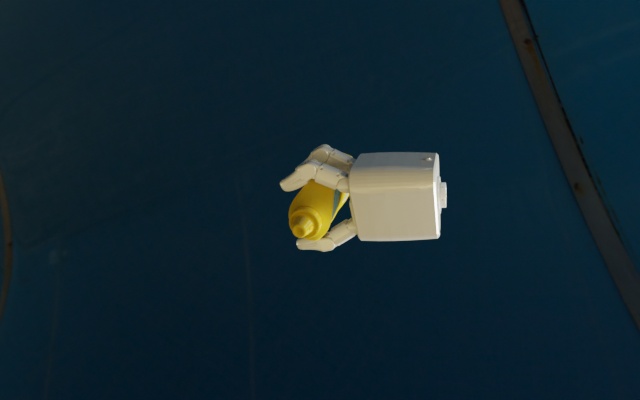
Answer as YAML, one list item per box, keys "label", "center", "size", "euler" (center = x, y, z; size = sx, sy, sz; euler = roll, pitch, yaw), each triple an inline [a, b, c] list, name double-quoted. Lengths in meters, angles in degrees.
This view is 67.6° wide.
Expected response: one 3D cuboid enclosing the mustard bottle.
- label: "mustard bottle"
  center: [0.000, 0.002, 0.666]
  size: [0.058, 0.096, 0.191]
  euler: [21, 27, 7]
